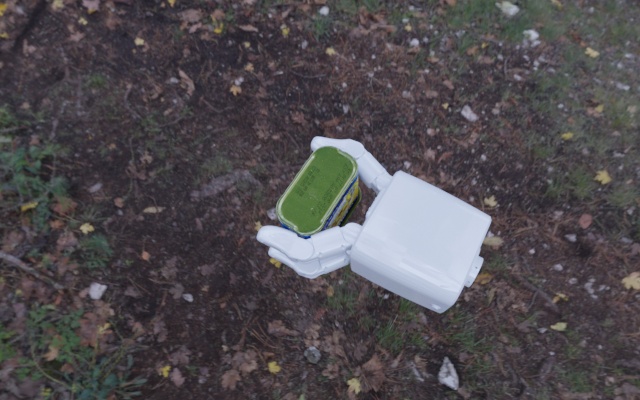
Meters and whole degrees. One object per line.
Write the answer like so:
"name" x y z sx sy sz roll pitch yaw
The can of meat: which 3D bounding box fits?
"can of meat" 0.000 0.001 0.507 0.057 0.102 0.084 30 -15 14
